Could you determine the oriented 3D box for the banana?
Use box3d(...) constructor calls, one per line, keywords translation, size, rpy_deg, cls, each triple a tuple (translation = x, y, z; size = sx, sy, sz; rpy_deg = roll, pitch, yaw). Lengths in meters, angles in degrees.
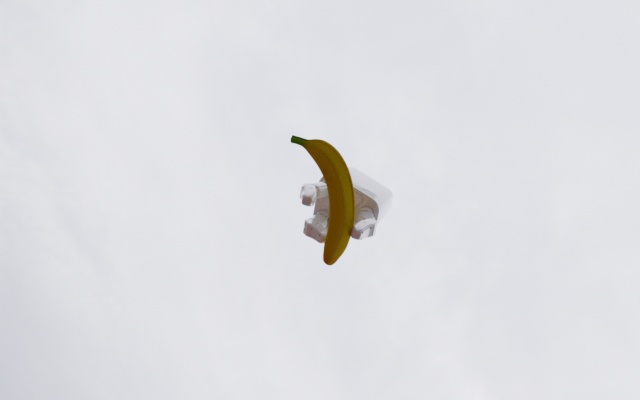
box3d(translation=(0.016, -0.004, 0.680), size=(0.069, 0.198, 0.037), rpy_deg=(-10, 11, 22), cls="banana")
